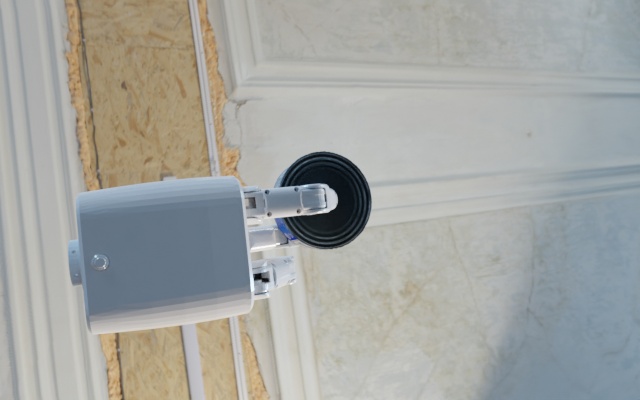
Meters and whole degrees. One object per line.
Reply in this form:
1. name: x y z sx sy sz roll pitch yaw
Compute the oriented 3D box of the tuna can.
1. tuna can: 0.000 0.001 0.427 0.086 0.086 0.034 0 -7 -19
